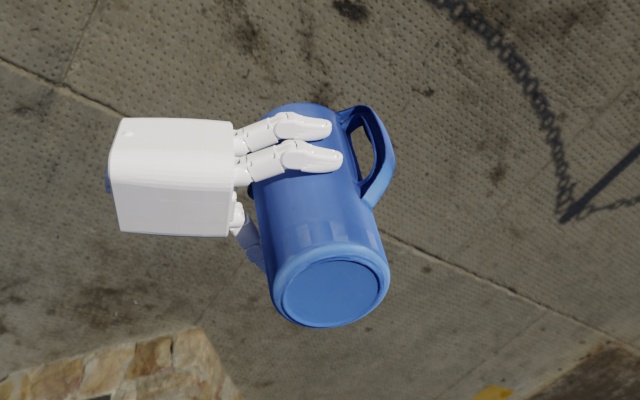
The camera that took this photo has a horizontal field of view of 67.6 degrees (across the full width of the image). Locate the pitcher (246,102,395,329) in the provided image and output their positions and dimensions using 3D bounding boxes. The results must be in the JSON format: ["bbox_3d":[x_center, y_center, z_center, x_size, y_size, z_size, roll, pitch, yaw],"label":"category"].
[{"bbox_3d":[0.000,0.002,0.502,0.145,0.149,0.242,2,37,-13],"label":"pitcher"}]
